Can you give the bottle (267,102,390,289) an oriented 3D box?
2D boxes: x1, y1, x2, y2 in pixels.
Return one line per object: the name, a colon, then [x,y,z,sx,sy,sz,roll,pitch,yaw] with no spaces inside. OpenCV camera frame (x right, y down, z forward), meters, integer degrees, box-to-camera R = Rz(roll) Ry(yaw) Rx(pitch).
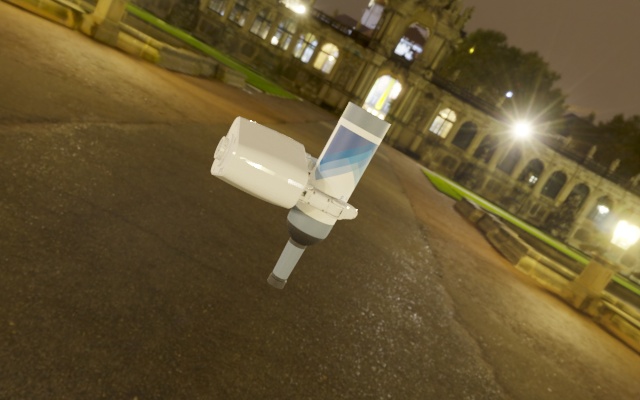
bottle: [0.000,0.002,0.703,0.069,0.296,0.069,28,11,-6]
